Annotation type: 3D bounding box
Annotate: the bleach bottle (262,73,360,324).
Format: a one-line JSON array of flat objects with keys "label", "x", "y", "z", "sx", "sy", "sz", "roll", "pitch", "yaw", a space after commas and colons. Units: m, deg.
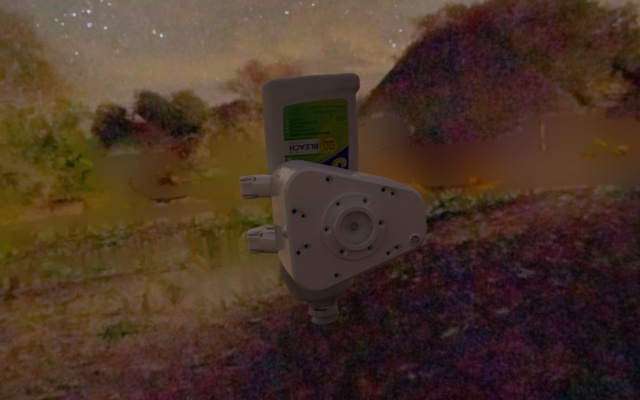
[{"label": "bleach bottle", "x": 0.000, "y": 0.002, "z": 0.497, "sx": 0.102, "sy": 0.251, "sz": 0.068, "roll": -7, "pitch": 6, "yaw": -10}]
